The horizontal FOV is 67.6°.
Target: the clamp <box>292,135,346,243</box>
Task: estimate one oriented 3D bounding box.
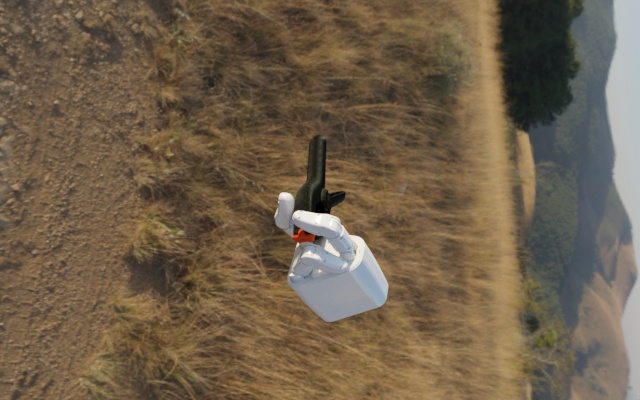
[{"bbox_3d":[0.001,0.002,0.682,0.039,0.171,0.120,-9,-45,28],"label":"clamp"}]
